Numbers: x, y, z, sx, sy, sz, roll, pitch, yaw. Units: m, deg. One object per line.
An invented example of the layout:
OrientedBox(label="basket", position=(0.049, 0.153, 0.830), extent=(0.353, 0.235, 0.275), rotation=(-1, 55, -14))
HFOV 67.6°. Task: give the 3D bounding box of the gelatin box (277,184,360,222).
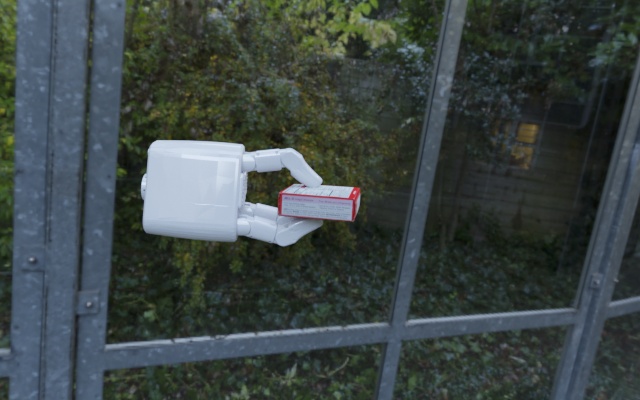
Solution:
OrientedBox(label="gelatin box", position=(0.000, 0.001, 0.567), extent=(0.089, 0.030, 0.073), rotation=(4, 11, 8))
